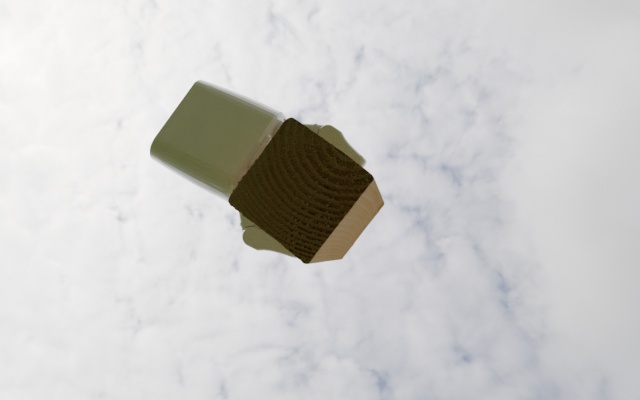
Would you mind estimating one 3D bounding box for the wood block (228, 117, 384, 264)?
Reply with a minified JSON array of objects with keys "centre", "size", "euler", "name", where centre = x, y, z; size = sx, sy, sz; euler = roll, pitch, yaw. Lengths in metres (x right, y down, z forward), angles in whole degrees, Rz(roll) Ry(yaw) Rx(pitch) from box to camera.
[{"centre":[0.000,0.001,0.483],"size":[0.090,0.091,0.206],"euler":[37,2,11],"name":"wood block"}]
